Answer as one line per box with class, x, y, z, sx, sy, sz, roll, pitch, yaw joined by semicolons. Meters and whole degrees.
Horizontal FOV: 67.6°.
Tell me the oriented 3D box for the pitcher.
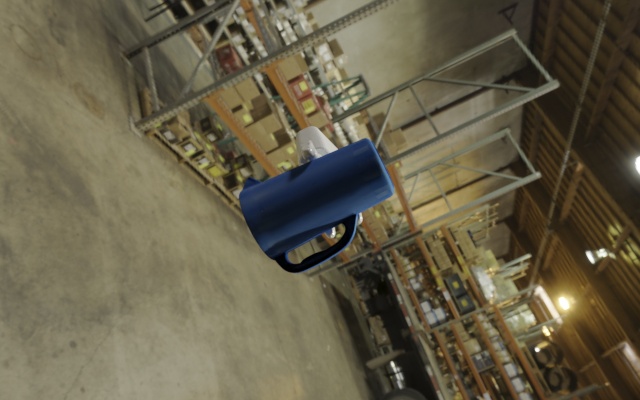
pitcher;0.000;0.002;0.806;0.243;0.149;0.145;-26;32;6
